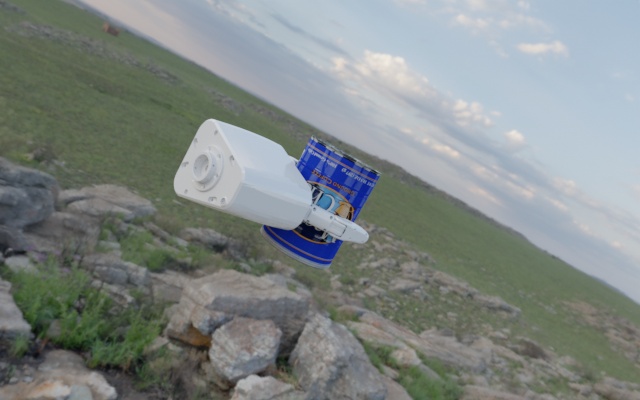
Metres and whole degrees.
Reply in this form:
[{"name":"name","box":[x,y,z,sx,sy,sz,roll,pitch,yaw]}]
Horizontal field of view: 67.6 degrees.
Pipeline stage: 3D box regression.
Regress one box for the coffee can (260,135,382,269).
[{"name":"coffee can","box":[0.000,0.002,0.615,0.103,0.140,0.103,28,8,-4]}]
